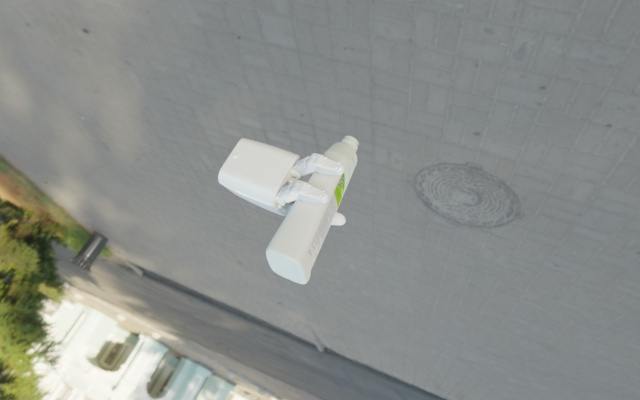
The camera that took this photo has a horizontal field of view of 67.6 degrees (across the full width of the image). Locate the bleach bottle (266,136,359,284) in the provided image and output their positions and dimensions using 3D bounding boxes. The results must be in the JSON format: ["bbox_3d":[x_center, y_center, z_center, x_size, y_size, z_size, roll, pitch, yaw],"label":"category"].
[{"bbox_3d":[0.000,0.003,0.771,0.068,0.250,0.103,21,-26,15],"label":"bleach bottle"}]
